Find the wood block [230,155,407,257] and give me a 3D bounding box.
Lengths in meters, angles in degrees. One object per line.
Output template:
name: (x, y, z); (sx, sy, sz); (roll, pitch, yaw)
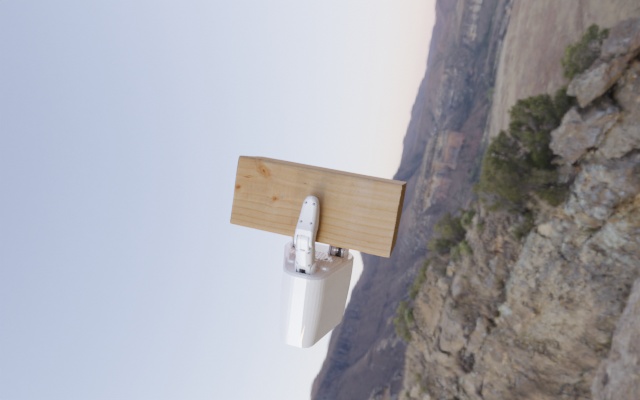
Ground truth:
wood block: (0.000, 0.002, 0.620); (0.206, 0.090, 0.091); (11, 8, 12)
